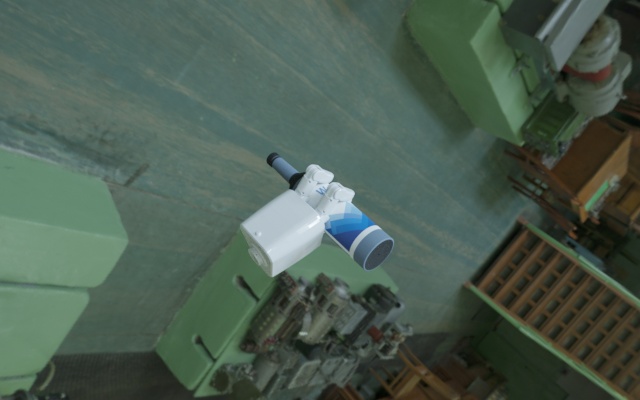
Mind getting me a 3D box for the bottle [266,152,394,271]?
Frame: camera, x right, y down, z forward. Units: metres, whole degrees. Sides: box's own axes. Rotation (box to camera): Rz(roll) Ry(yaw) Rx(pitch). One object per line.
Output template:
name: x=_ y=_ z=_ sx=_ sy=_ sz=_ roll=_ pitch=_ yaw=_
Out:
bottle: x=0.000 y=0.003 z=0.831 sx=0.069 sy=0.069 sz=0.295 roll=0 pitch=34 yaw=-50
